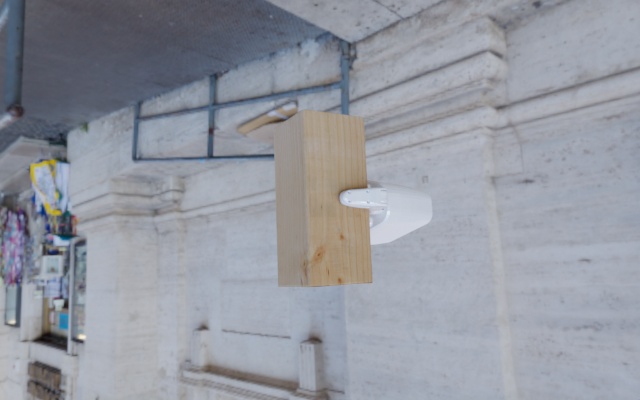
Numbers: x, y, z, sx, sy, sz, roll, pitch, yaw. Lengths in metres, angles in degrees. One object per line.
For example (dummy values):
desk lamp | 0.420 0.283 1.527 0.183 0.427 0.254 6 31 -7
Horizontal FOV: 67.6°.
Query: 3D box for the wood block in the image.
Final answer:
wood block | 0.001 0.002 0.600 0.090 0.206 0.091 2 -9 -30
